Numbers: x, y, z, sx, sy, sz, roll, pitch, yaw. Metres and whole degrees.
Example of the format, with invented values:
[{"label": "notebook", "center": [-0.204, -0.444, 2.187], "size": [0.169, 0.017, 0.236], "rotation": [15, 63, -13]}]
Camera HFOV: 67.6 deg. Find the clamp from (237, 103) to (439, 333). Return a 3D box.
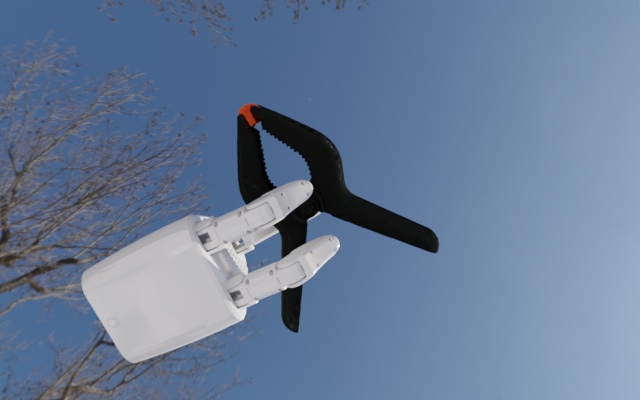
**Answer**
[{"label": "clamp", "center": [0.000, 0.001, 0.430], "size": [0.164, 0.210, 0.036], "rotation": [-25, 12, 5]}]
